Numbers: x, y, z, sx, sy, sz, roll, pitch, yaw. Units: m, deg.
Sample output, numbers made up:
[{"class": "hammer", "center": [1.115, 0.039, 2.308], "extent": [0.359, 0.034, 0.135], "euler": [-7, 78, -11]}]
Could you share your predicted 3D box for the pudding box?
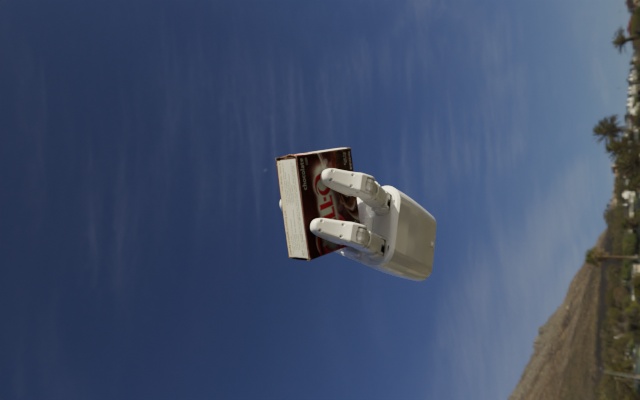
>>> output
[{"class": "pudding box", "center": [0.000, 0.002, 0.529], "extent": [0.039, 0.113, 0.090], "euler": [-4, 7, 42]}]
